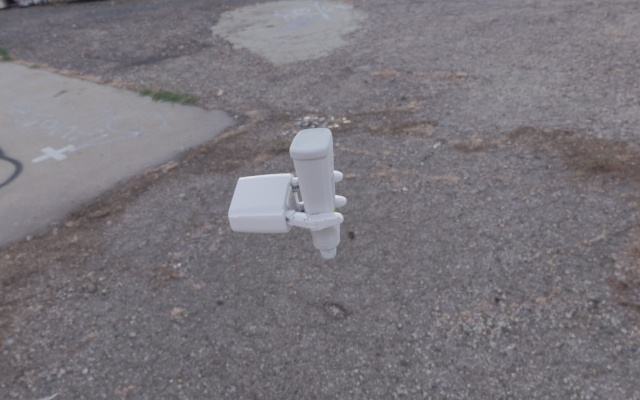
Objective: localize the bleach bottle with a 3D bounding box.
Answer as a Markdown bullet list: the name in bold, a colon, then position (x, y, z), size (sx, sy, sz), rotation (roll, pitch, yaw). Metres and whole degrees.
- **bleach bottle**: position (0.000, 0.003, 0.864), size (0.068, 0.251, 0.102), rotation (-2, 31, 10)
